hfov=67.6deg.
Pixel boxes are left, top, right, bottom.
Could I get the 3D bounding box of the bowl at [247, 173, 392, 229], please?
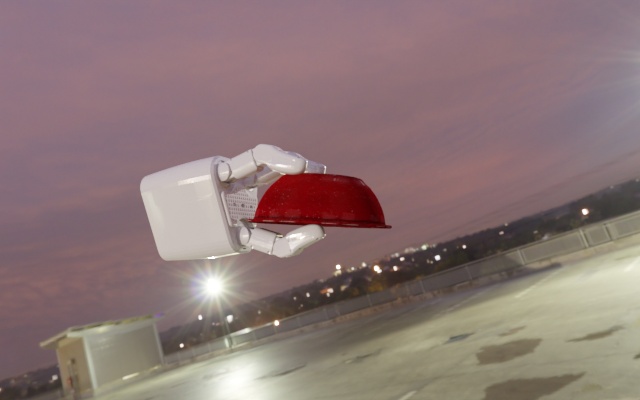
[{"bbox_3d":[0.001,0.001,0.538,0.162,0.055,0.162,3,-4,0],"label":"bowl"}]
